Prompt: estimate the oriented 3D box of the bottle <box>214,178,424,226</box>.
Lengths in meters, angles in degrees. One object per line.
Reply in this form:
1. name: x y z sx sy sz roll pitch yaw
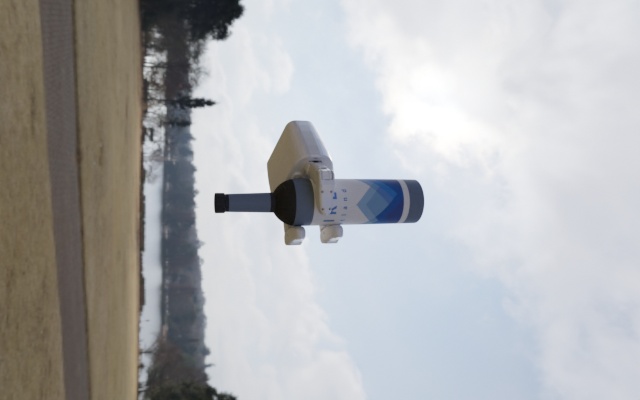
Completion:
1. bottle: 0.000 0.002 0.677 0.296 0.069 0.069 -1 0 -17
